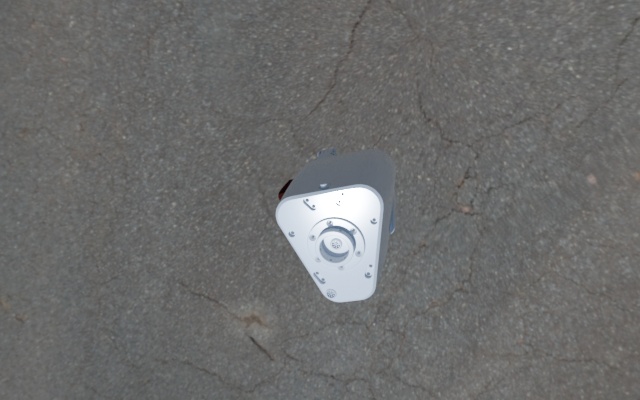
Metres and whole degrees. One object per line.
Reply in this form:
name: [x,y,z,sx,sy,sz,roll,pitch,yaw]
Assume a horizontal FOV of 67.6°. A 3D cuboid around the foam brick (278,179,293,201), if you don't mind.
foam brick: [0.000,0.002,0.530,0.078,0.053,0.051,-10,18,16]
